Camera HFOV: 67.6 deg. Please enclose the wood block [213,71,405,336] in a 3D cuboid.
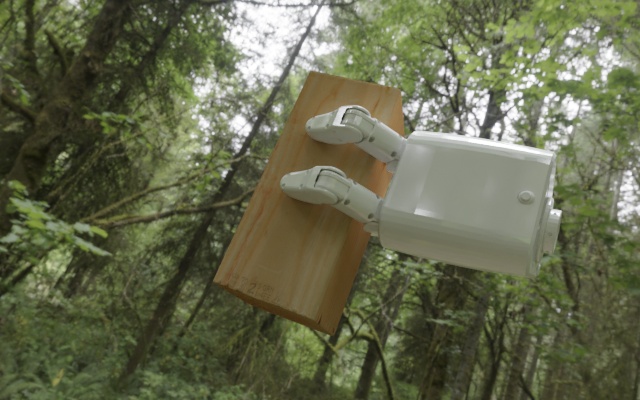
[{"bbox_3d":[0.001,0.002,0.427,0.090,0.206,0.091,16,-19,19],"label":"wood block"}]
